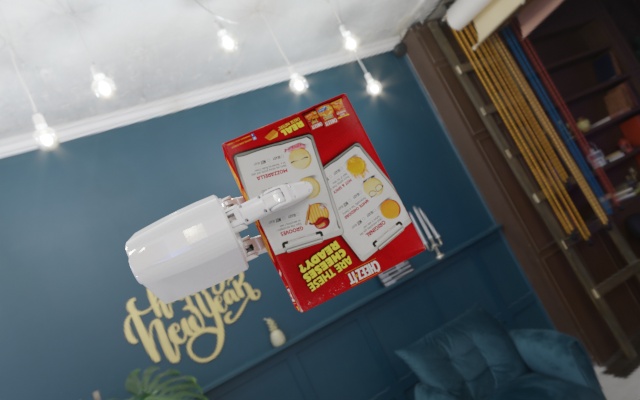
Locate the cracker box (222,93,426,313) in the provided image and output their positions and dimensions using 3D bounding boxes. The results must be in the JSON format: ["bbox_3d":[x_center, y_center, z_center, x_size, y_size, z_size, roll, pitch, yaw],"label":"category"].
[{"bbox_3d":[0.000,0.002,0.578,0.164,0.213,0.072,-25,-7,-11],"label":"cracker box"}]
